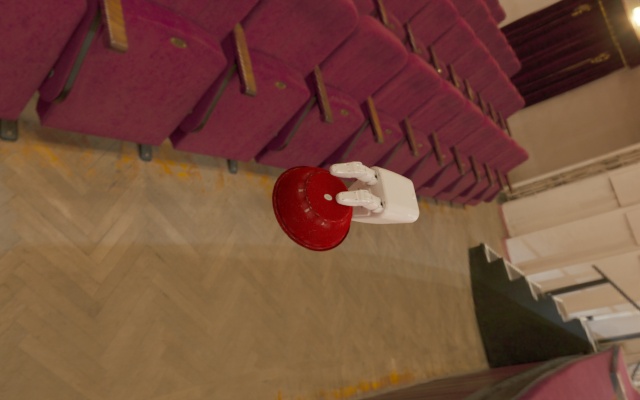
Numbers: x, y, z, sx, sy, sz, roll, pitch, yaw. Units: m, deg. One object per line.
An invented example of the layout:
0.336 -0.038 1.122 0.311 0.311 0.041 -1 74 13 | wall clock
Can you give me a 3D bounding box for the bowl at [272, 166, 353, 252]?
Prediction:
-0.001 0.003 0.818 0.162 0.162 0.055 0 -22 -34 | bowl
